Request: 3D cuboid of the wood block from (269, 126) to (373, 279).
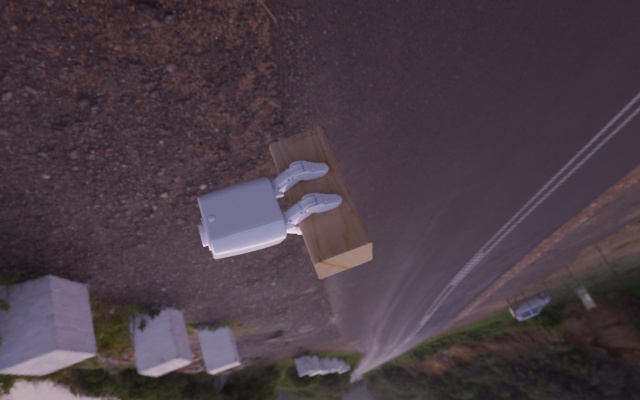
[{"bbox_3d":[0.000,0.003,0.738,0.090,0.206,0.091,-21,-23,-3],"label":"wood block"}]
